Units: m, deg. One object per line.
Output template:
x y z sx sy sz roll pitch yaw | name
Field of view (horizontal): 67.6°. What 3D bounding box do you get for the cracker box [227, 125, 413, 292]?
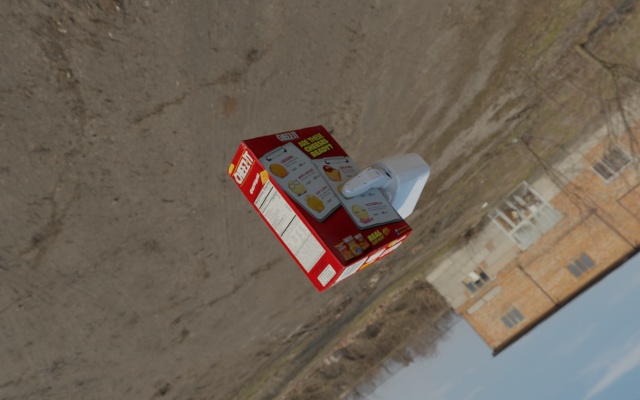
0.000 0.002 0.656 0.164 0.213 0.072 -20 -26 -47 | cracker box
